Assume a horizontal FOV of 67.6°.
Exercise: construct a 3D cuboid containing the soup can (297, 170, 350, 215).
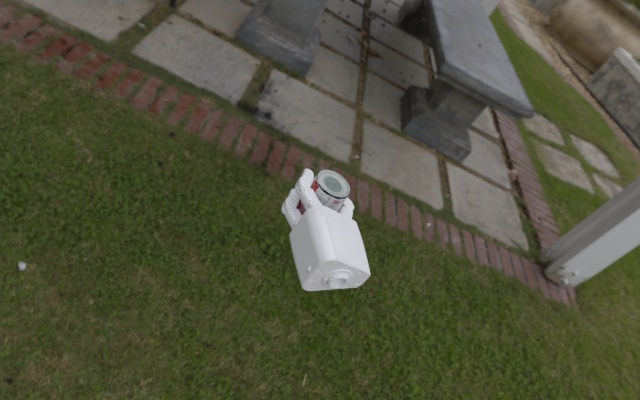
[{"bbox_3d":[0.000,0.002,0.857,0.068,0.068,0.102,0,-40,-36],"label":"soup can"}]
